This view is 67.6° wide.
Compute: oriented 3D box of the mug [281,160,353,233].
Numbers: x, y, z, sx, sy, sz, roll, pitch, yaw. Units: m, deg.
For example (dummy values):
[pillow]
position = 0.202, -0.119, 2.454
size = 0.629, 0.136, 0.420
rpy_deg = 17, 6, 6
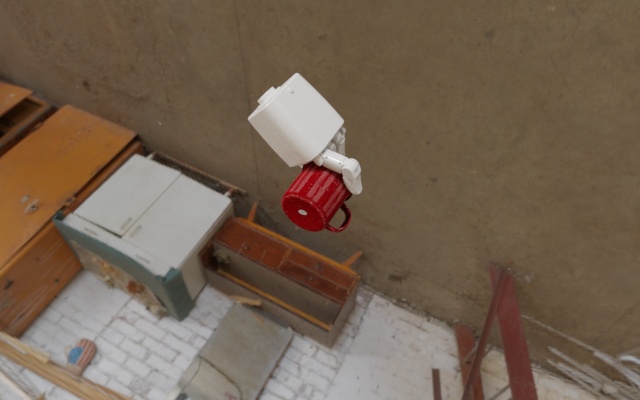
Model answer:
[mug]
position = 0.001, 0.004, 0.748
size = 0.093, 0.117, 0.081
rpy_deg = -24, 25, 52
